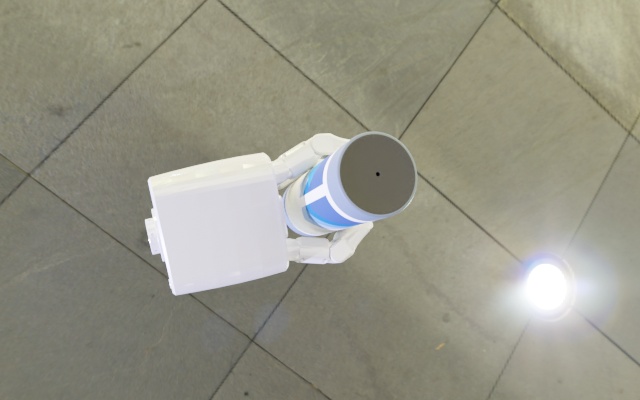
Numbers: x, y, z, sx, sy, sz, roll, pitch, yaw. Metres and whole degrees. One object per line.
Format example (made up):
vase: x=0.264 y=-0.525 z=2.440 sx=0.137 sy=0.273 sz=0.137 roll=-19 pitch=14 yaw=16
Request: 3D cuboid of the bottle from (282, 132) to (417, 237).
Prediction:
bottle: x=0.000 y=0.002 z=0.497 sx=0.069 sy=0.069 sz=0.296 roll=0 pitch=-8 yaw=-17
